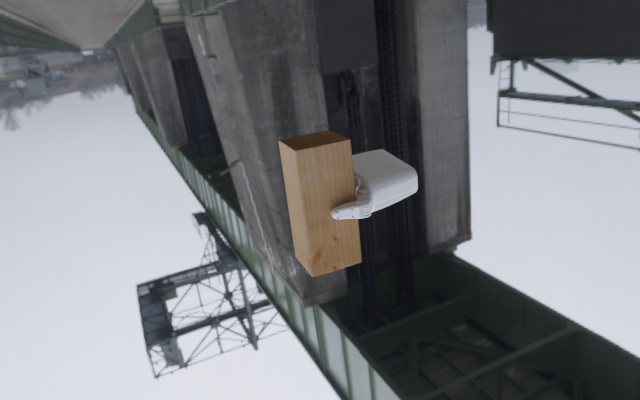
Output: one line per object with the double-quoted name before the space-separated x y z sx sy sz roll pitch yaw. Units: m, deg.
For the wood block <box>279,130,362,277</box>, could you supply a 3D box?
"wood block" 0.001 0.003 0.763 0.090 0.206 0.090 -14 21 -18
